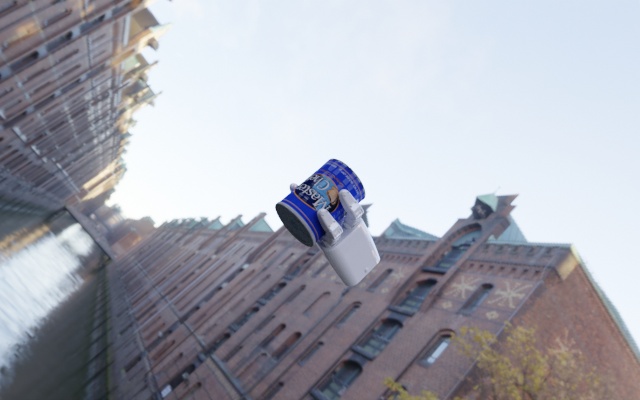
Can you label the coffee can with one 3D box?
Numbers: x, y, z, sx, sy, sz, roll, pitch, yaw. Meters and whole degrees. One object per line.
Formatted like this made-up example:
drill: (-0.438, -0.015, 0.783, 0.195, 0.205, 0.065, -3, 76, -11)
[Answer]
coffee can: (0.000, 0.003, 0.892, 0.140, 0.103, 0.103, -41, 17, -20)
